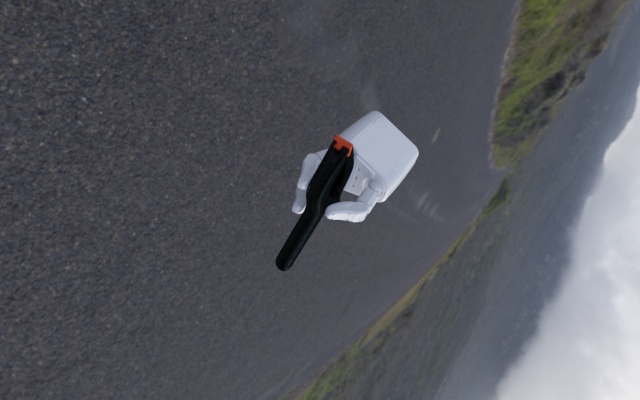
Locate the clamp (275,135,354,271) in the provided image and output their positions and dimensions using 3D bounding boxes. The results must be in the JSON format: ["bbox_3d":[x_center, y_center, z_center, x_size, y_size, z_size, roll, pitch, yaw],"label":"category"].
[{"bbox_3d":[0.001,0.002,0.680,0.036,0.210,0.164,32,50,15],"label":"clamp"}]
